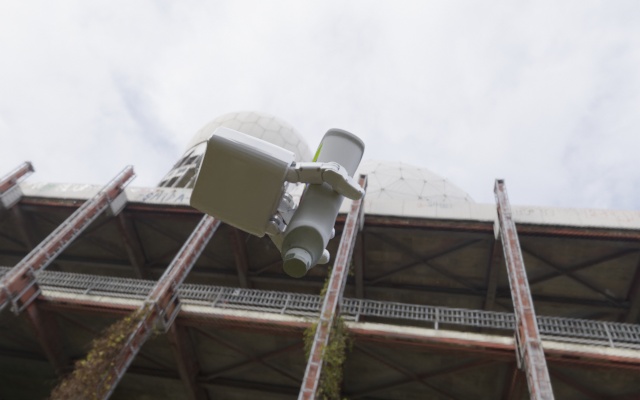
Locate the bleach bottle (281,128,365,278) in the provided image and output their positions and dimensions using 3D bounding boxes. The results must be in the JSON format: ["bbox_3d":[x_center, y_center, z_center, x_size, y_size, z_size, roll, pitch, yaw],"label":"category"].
[{"bbox_3d":[0.000,0.002,0.634,0.068,0.103,0.250,24,35,-2],"label":"bleach bottle"}]
